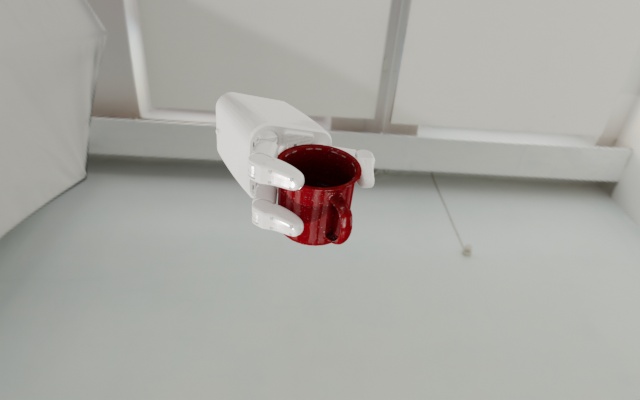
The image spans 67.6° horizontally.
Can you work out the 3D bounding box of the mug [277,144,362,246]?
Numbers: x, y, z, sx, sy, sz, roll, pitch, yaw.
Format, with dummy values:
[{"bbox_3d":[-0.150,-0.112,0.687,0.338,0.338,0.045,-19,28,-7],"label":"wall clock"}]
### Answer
[{"bbox_3d":[0.001,0.003,0.519,0.093,0.082,0.117,-15,40,-27],"label":"mug"}]
